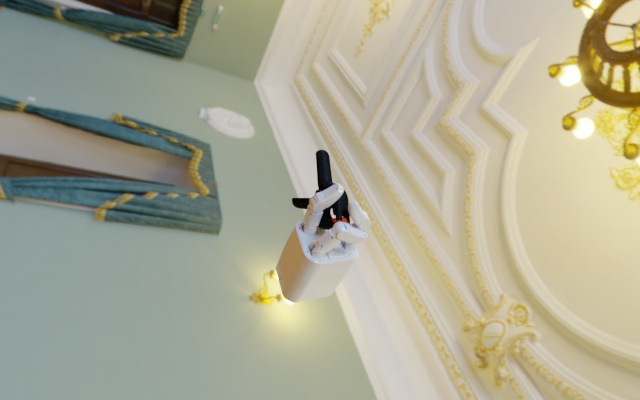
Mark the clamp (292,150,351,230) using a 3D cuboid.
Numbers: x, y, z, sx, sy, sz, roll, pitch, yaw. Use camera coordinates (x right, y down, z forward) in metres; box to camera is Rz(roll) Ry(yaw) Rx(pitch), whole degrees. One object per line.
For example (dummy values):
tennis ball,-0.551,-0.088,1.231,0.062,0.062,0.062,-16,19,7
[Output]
clamp,0.001,0.003,0.828,0.039,0.120,0.171,11,35,-27
